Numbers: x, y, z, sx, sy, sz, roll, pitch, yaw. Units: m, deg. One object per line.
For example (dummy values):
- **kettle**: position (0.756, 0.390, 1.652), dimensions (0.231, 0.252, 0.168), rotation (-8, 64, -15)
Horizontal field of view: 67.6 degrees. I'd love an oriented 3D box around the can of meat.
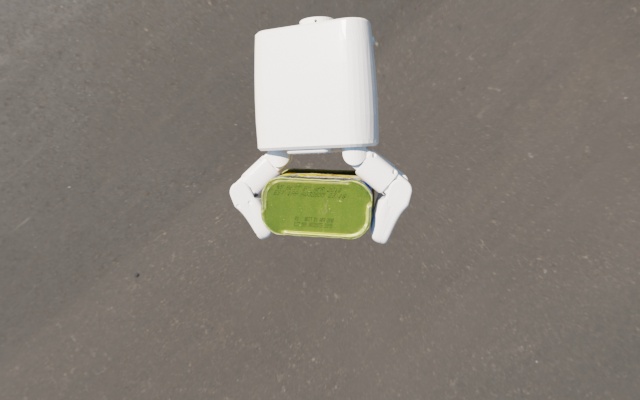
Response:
- **can of meat**: position (0.000, 0.002, 0.447), dimensions (0.102, 0.057, 0.084), rotation (2, 7, 5)
